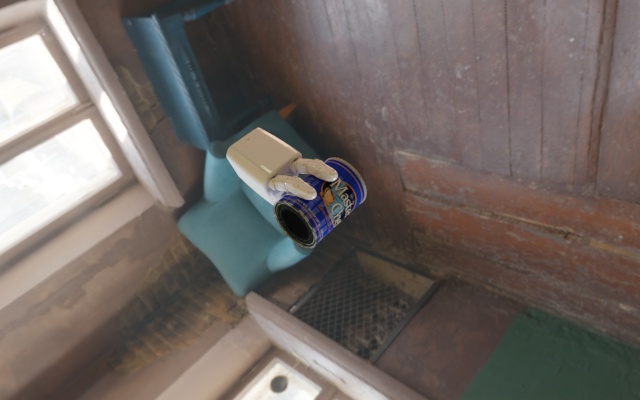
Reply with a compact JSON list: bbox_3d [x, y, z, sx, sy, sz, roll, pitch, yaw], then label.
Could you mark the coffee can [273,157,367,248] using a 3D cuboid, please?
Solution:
[{"bbox_3d":[0.000,0.003,0.856,0.140,0.103,0.103,-41,23,-29],"label":"coffee can"}]
